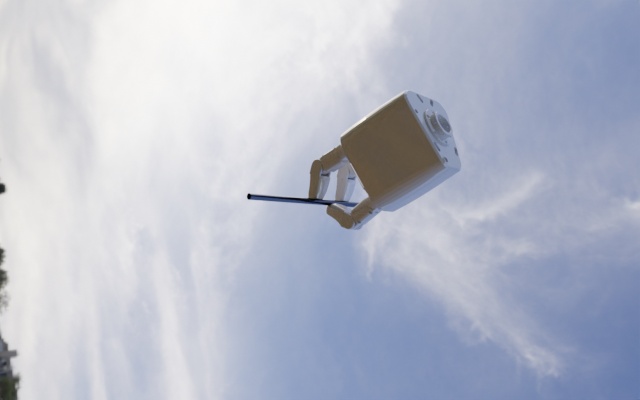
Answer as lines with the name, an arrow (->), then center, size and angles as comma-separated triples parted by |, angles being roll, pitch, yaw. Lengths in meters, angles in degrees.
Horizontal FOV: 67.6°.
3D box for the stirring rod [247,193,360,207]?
stirring rod -> 0.000, 0.002, 0.642 | 0.011, 0.011, 0.239 | 0, -3, 44
